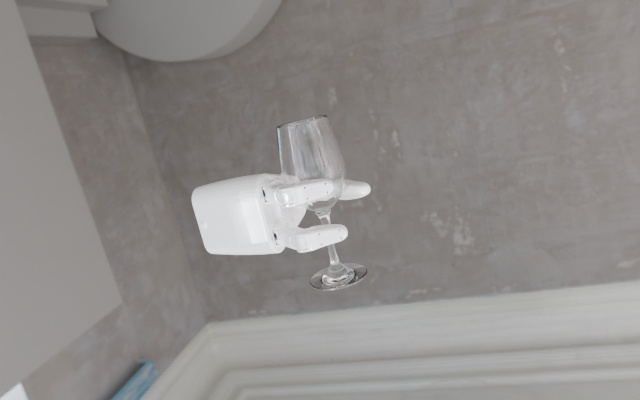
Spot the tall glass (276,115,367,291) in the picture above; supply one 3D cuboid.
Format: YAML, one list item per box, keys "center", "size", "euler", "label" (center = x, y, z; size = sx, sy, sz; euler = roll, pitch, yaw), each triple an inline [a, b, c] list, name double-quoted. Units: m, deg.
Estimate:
- center: [0.000, 0.003, 0.578]
  size: [0.079, 0.201, 0.079]
  euler: [-12, 13, 3]
  label: "tall glass"
